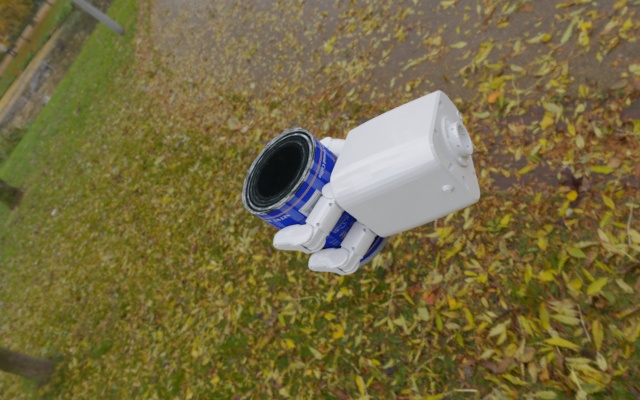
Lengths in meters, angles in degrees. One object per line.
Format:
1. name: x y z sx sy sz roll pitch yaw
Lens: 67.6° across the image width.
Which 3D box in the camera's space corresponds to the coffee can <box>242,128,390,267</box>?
1. coffee can: 0.000 0.002 0.527 0.103 0.102 0.140 0 -28 47
